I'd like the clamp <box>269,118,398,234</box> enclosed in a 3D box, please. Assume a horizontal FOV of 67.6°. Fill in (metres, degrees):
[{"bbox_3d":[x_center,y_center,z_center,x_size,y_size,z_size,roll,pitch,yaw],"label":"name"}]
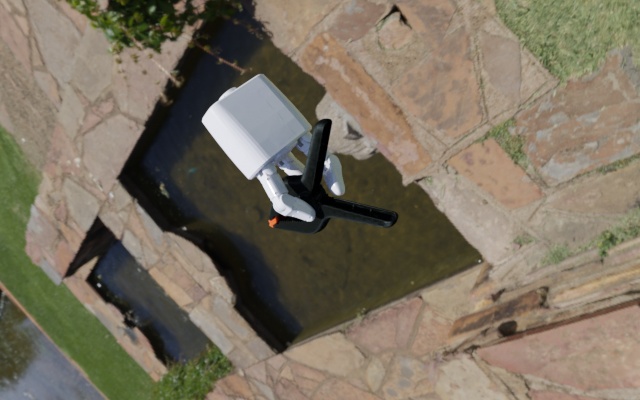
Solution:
[{"bbox_3d":[-0.001,0.003,0.671,0.210,0.164,0.036,-38,3,45],"label":"clamp"}]
